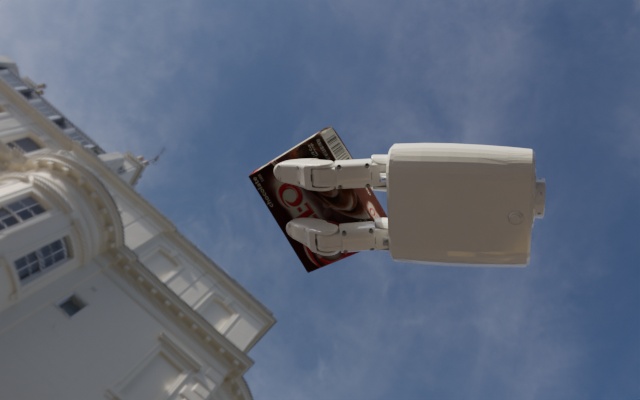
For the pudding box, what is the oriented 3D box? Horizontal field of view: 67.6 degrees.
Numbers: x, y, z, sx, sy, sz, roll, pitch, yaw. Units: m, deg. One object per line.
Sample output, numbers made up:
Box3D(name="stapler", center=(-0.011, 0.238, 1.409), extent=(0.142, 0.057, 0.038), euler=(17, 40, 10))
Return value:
Box3D(name="pudding box", center=(0.000, 0.001, 0.443), extent=(0.090, 0.113, 0.039), euler=(-27, 6, 31))
